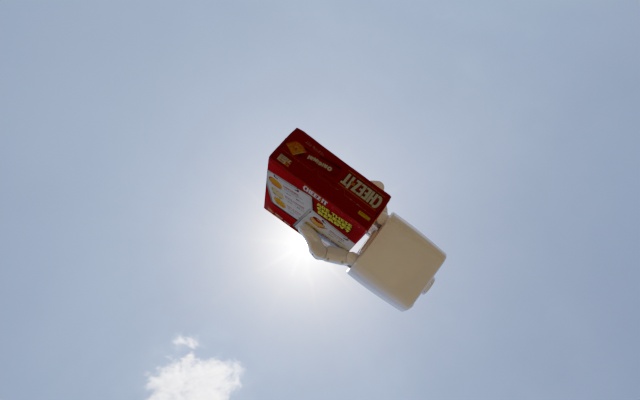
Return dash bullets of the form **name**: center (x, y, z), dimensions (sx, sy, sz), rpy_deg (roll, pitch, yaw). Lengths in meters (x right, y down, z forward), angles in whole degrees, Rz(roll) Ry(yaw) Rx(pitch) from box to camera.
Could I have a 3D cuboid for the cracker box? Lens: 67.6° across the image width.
- **cracker box**: center (0.000, 0.003, 0.726), dimensions (0.164, 0.072, 0.214), rpy_deg (36, -20, 5)
